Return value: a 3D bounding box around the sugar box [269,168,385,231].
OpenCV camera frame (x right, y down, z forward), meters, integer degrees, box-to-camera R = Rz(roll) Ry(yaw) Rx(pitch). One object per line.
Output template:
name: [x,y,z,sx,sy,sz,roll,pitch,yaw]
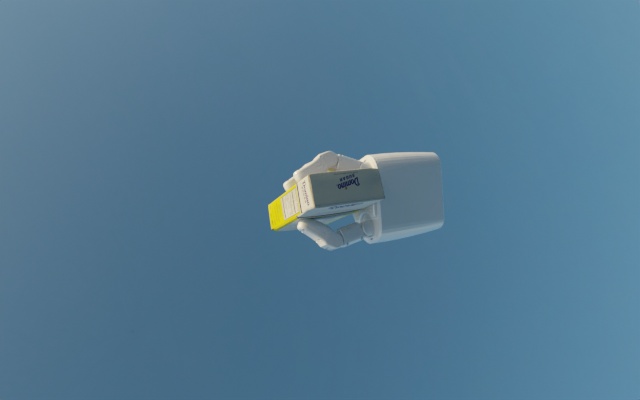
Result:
sugar box: [0.000,0.001,0.618,0.093,0.048,0.176,-7,-12,-23]
